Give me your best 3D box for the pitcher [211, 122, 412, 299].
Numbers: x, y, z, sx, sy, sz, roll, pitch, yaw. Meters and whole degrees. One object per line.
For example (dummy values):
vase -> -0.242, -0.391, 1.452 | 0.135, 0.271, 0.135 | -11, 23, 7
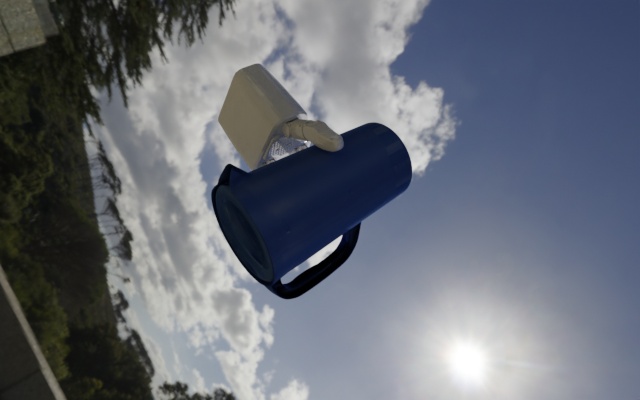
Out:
pitcher -> 0.000, 0.002, 0.606 | 0.243, 0.145, 0.149 | -29, -24, -27
